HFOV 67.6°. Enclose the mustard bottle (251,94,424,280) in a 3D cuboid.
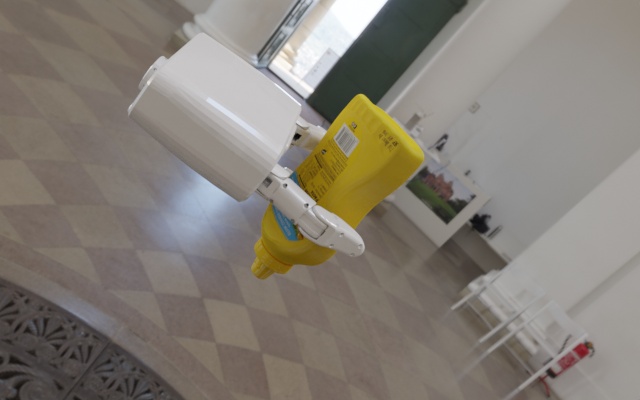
[{"bbox_3d":[0.000,0.001,0.433,0.058,0.192,0.096,28,21,-39],"label":"mustard bottle"}]
